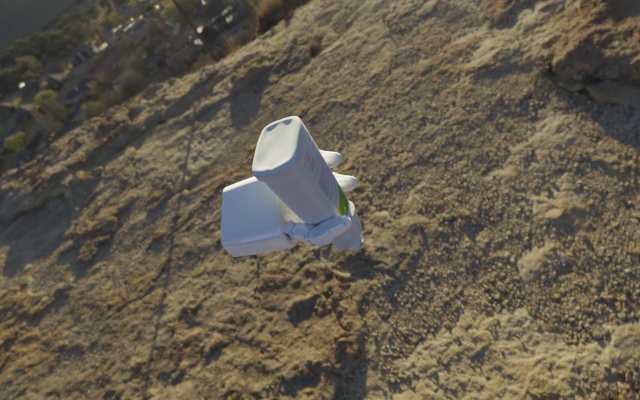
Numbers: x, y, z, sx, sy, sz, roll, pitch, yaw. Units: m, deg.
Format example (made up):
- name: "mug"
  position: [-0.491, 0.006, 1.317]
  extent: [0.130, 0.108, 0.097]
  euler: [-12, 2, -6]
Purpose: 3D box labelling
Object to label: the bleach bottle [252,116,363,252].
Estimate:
- name: "bleach bottle"
  position: [0.000, 0.002, 0.681]
  extent: [0.068, 0.102, 0.251]
  euler: [-15, -44, 22]
